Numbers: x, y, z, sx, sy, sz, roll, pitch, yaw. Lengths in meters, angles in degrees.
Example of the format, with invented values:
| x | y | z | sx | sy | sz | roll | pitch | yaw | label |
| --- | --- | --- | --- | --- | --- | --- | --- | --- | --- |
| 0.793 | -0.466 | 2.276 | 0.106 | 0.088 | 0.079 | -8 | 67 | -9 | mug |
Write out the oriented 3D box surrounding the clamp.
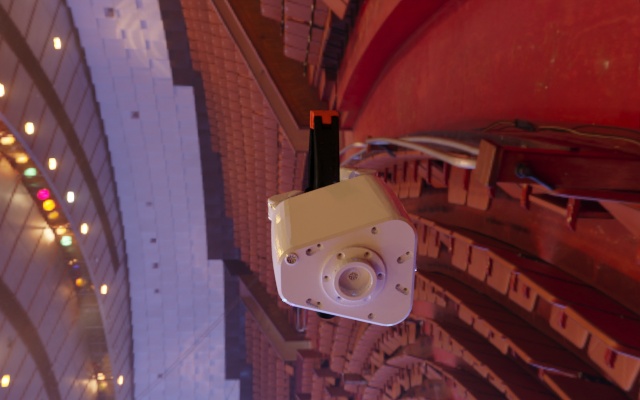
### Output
| x | y | z | sx | sy | sz | roll | pitch | yaw | label |
| --- | --- | --- | --- | --- | --- | --- | --- | --- | --- |
| -0.001 | 0.001 | 0.538 | 0.036 | 0.210 | 0.164 | -2 | 18 | -7 | clamp |
